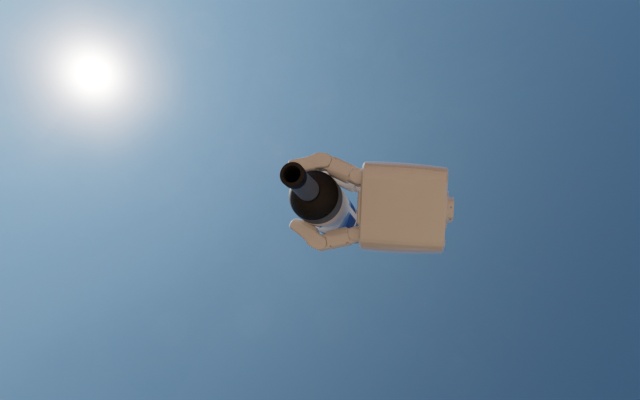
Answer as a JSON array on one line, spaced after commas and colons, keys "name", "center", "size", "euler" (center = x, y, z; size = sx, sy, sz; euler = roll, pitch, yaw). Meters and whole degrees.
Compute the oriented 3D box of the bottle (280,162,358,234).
[{"name": "bottle", "center": [0.000, 0.002, 0.647], "size": [0.069, 0.069, 0.296], "euler": [0, -12, 12]}]
